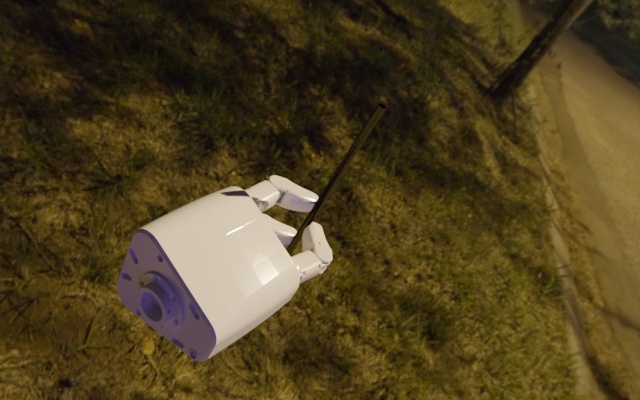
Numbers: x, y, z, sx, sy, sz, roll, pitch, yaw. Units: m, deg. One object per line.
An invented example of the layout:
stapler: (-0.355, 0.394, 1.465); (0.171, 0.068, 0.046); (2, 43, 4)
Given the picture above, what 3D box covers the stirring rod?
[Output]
stirring rod: (0.000, 0.002, 0.483); (0.011, 0.011, 0.240); (0, -44, -38)
